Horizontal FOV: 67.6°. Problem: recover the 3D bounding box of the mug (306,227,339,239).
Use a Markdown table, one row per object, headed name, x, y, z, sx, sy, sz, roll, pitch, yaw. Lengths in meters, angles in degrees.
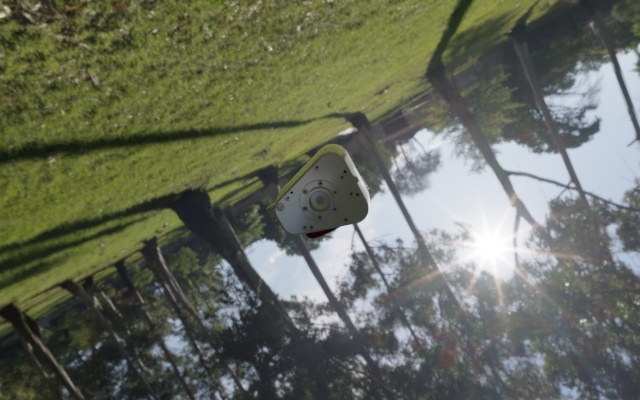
| name | x | y | z | sx | sy | sz | roll | pitch | yaw |
| --- | --- | --- | --- | --- | --- | --- | --- | --- | --- |
| mug | 0.000 | 0.002 | 0.733 | 0.093 | 0.081 | 0.117 | -26 | 7 | 9 |
